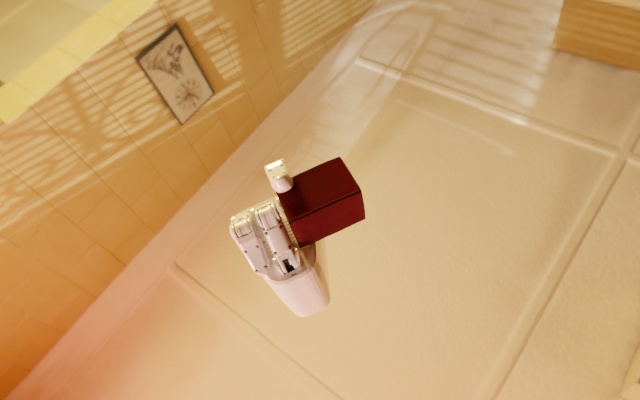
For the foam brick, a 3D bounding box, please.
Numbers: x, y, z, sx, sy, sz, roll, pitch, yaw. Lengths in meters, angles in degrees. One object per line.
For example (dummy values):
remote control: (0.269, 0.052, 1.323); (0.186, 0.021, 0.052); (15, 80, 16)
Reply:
foam brick: (0.000, 0.002, 0.490); (0.078, 0.053, 0.051); (-24, -38, -3)
